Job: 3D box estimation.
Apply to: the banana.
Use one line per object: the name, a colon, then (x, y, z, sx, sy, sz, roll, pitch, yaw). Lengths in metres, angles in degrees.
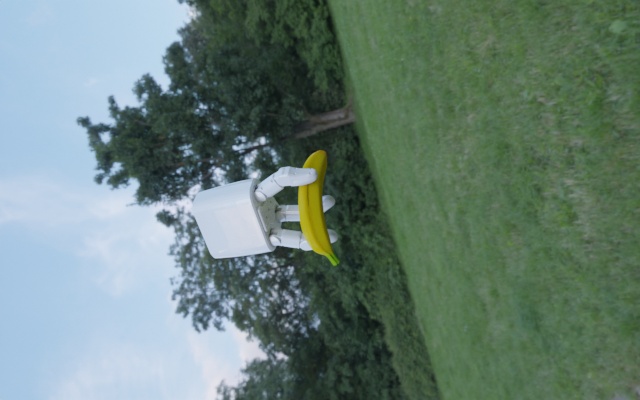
banana: (-0.008, -0.001, 0.724, 0.037, 0.197, 0.070, -15, -28, 21)
